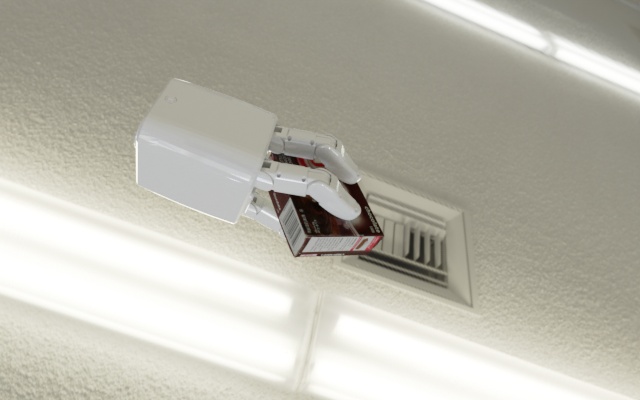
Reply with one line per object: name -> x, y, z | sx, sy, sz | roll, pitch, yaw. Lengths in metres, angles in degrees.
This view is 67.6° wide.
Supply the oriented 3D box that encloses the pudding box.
pudding box -> 0.000, 0.002, 0.477 | 0.090, 0.113, 0.039 | 1, -39, -32
